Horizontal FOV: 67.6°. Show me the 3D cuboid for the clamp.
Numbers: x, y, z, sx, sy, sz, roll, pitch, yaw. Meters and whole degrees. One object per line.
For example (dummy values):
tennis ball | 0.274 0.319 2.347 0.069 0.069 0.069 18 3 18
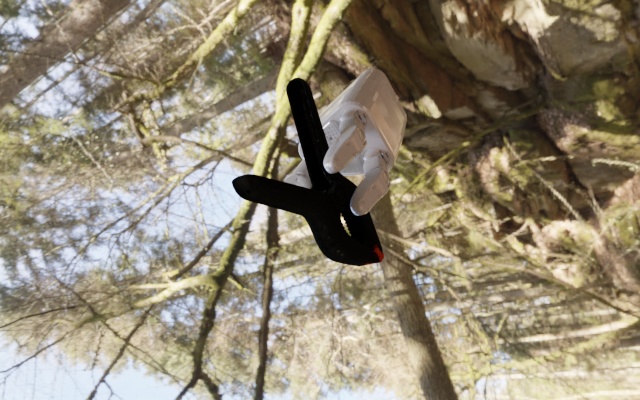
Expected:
clamp | 0.000 0.002 0.475 0.036 0.210 0.164 -15 30 33
